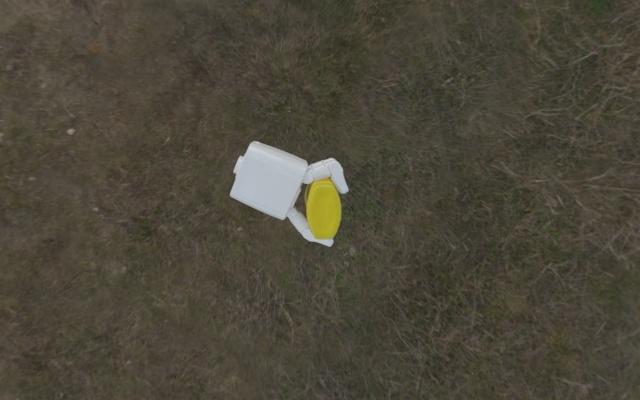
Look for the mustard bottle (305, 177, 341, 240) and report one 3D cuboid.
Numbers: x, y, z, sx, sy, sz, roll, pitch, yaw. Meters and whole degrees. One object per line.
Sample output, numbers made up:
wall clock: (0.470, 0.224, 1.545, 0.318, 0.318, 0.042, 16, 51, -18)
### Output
mustard bottle: (0.000, 0.003, 0.875, 0.058, 0.096, 0.191, -2, 11, -3)
